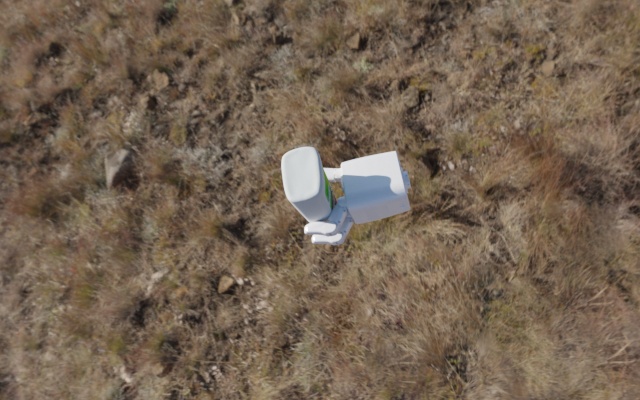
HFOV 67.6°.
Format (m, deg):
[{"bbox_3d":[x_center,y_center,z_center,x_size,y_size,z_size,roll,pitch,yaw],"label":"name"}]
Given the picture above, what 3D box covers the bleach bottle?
[{"bbox_3d":[0.000,0.003,0.889,0.068,0.102,0.251,-12,-24,11],"label":"bleach bottle"}]
